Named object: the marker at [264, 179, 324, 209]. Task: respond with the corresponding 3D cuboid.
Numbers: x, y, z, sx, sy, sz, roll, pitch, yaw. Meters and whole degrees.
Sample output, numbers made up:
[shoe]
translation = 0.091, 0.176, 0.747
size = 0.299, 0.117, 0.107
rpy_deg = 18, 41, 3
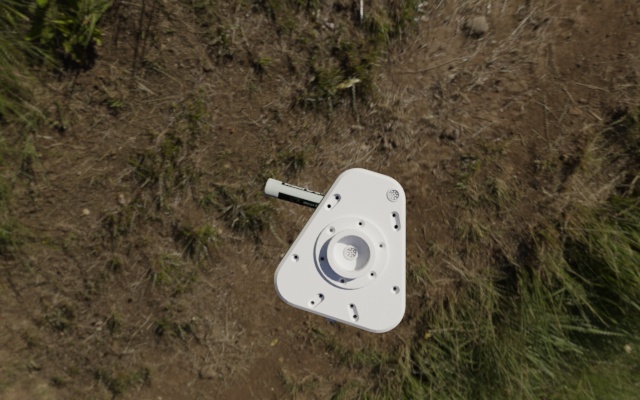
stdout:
[marker]
translation = 0.000, 0.002, 0.510
size = 0.121, 0.020, 0.020
rpy_deg = 16, 1, 4
